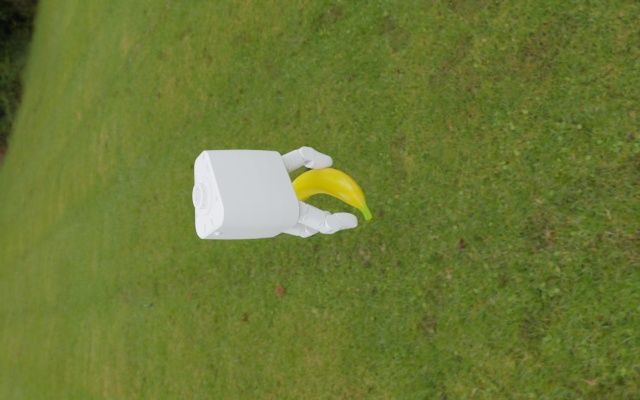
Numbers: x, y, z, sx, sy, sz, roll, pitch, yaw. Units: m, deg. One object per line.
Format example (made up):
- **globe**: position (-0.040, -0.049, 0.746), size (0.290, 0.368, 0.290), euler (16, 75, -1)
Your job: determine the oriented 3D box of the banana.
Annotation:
- **banana**: position (0.002, -0.016, 0.721), size (0.037, 0.069, 0.198), euler (-6, 11, -35)
